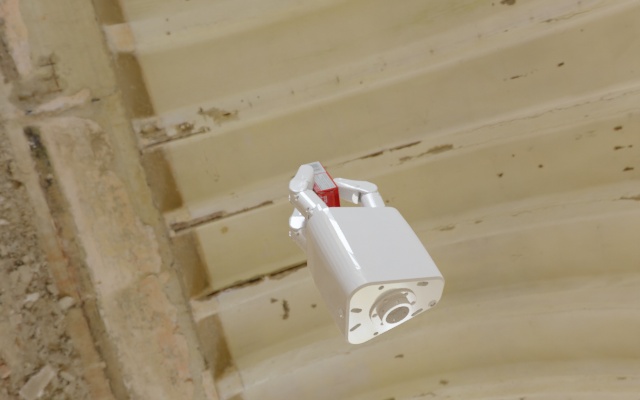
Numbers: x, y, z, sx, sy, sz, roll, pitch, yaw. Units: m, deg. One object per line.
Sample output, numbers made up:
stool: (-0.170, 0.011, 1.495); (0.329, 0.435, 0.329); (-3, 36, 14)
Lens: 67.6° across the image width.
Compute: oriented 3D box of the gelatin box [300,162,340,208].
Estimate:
gelatin box: (0.000, 0.002, 0.597); (0.030, 0.073, 0.089); (-12, 29, -11)
